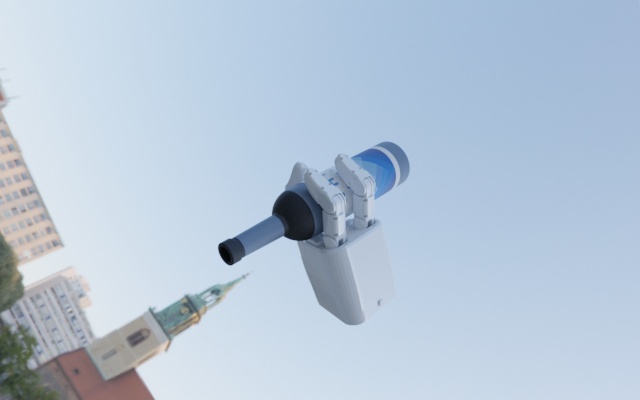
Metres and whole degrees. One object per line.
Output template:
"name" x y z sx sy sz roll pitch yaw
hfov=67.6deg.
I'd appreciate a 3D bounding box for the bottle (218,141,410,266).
"bottle" 0.000 0.002 0.598 0.295 0.069 0.069 -29 19 -38
